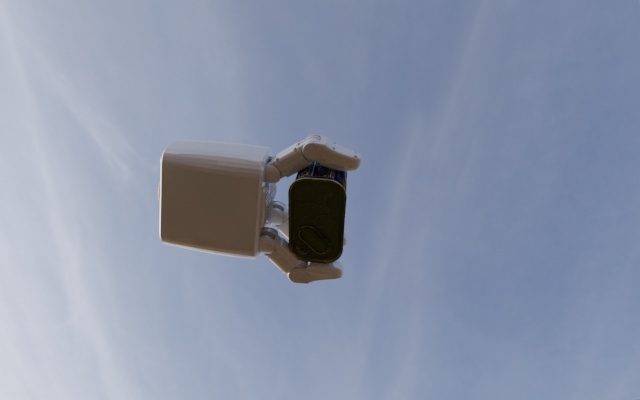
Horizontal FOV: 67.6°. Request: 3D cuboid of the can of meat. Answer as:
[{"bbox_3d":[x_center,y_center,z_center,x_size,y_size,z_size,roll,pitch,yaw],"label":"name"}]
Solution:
[{"bbox_3d":[0.000,0.001,0.515,0.057,0.102,0.084,4,32,4],"label":"can of meat"}]
